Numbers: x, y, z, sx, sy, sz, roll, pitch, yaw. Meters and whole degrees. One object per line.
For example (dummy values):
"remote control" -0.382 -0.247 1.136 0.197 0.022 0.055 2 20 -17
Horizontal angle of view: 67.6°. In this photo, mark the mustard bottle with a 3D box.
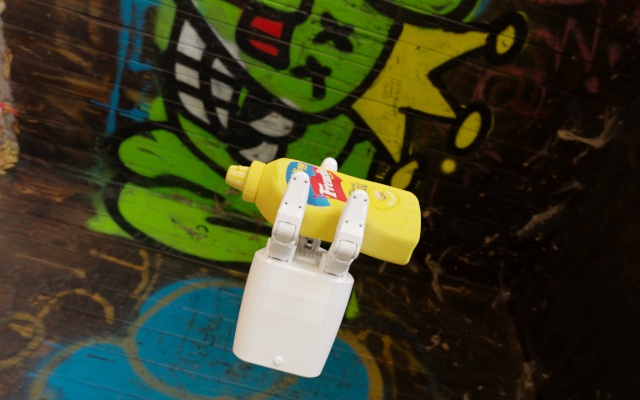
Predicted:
"mustard bottle" 0.000 0.001 0.478 0.191 0.058 0.096 16 32 -4
